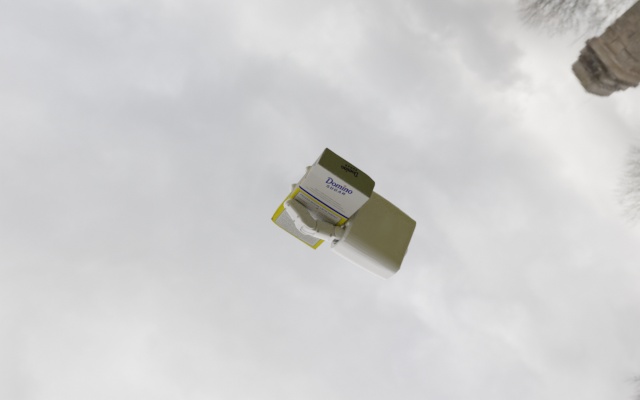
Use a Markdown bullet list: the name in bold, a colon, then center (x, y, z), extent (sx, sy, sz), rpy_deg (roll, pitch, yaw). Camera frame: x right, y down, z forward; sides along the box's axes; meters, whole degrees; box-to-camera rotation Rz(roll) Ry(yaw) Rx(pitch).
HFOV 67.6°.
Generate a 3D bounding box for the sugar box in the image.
- **sugar box**: center (0.000, 0.002, 0.745), extent (0.093, 0.048, 0.176), rpy_deg (34, -44, -9)
